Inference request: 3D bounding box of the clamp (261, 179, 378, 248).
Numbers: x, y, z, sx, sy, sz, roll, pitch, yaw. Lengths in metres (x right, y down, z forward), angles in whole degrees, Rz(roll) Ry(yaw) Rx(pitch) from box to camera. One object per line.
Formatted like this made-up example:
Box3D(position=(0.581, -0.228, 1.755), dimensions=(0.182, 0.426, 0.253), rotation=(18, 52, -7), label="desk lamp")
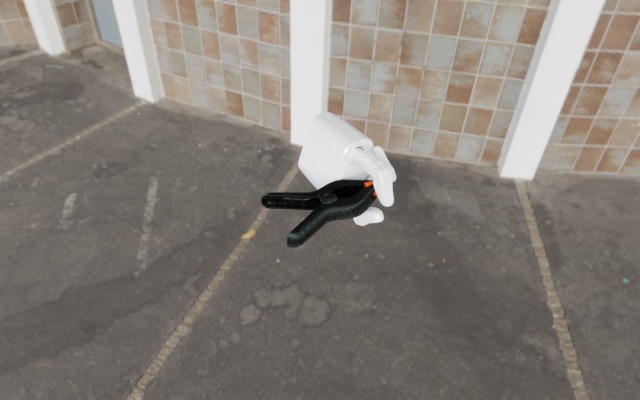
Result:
Box3D(position=(0.000, 0.002, 0.697), dimensions=(0.171, 0.039, 0.120), rotation=(-21, 45, -26), label="clamp")
